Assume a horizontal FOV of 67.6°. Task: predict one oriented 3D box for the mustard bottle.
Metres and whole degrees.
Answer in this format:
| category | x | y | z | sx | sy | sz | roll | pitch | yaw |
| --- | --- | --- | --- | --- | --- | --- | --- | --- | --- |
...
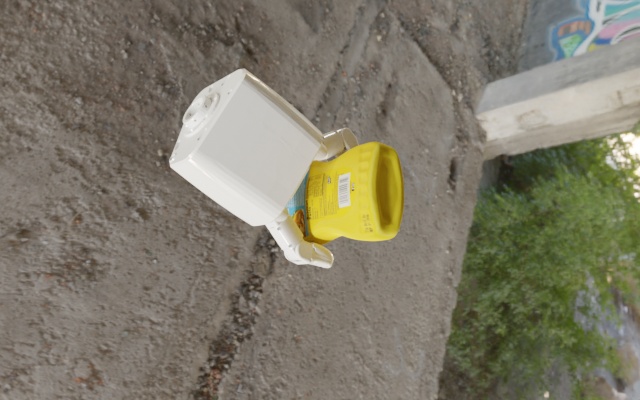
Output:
| category | x | y | z | sx | sy | sz | roll | pitch | yaw |
| --- | --- | --- | --- | --- | --- | --- | --- | --- | --- |
| mustard bottle | 0.001 | 0.002 | 0.528 | 0.058 | 0.096 | 0.191 | 10 | -15 | -43 |
